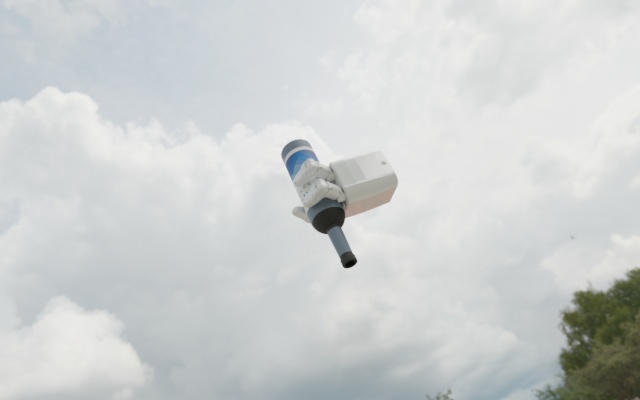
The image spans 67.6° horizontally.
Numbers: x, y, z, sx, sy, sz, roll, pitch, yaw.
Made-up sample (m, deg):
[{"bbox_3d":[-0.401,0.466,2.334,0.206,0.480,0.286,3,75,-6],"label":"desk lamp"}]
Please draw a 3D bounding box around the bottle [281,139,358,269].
[{"bbox_3d":[0.000,0.003,0.900,0.069,0.295,0.069,-16,-39,-13],"label":"bottle"}]
